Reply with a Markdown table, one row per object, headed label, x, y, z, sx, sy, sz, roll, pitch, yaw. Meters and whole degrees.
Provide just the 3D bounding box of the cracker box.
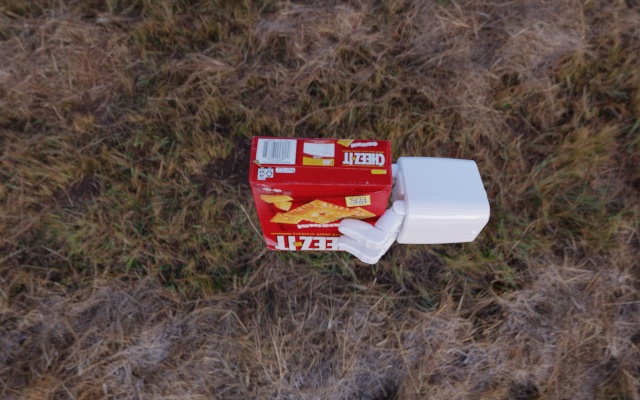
| label | x | y | z | sx | sy | sz | roll | pitch | yaw |
| --- | --- | --- | --- | --- | --- | --- | --- | --- | --- |
| cracker box | 0.000 | 0.002 | 0.634 | 0.164 | 0.072 | 0.214 | 1 | -27 | 0 |
